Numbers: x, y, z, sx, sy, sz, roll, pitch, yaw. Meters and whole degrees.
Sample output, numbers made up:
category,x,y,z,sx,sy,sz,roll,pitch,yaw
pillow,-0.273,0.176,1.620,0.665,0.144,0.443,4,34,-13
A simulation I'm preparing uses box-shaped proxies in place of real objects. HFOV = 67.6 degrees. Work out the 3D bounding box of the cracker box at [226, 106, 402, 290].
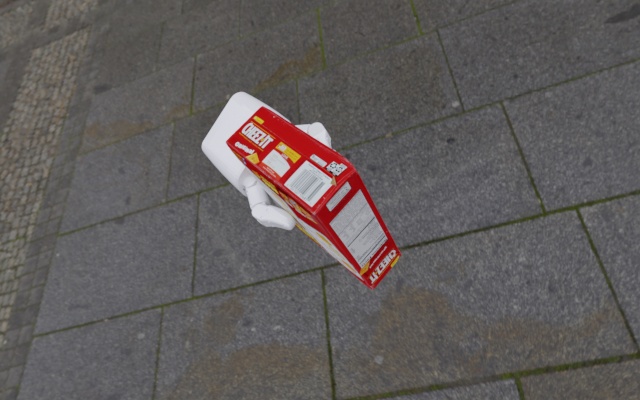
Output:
category,x,y,z,sx,sy,sz,roll,pitch,yaw
cracker box,0.000,0.002,0.584,0.164,0.072,0.214,37,-10,36
